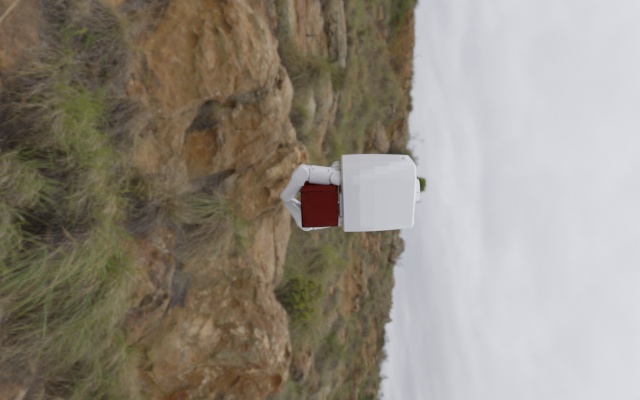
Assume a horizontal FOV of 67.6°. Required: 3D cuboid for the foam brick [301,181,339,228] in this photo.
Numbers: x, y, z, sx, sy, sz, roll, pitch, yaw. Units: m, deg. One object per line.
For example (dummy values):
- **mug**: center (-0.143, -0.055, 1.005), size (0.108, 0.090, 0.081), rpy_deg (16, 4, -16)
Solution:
- **foam brick**: center (0.000, 0.002, 0.685), size (0.051, 0.053, 0.078), rpy_deg (-1, 16, 3)
